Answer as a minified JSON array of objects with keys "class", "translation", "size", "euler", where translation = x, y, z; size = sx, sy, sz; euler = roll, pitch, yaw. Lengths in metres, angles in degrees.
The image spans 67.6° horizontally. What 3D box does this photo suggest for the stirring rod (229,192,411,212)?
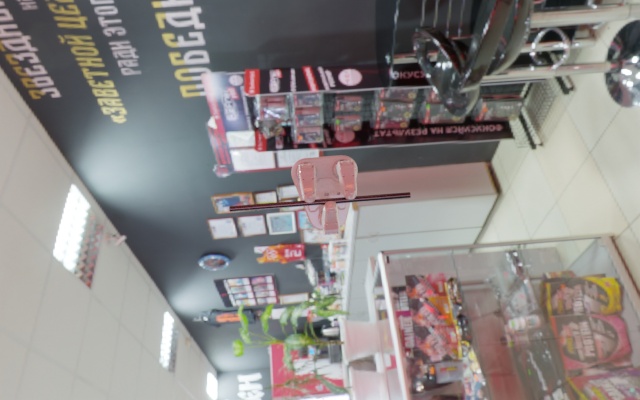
[{"class":"stirring rod","translation":[0.000,0.002,0.635],"size":[0.239,0.011,0.011],"euler":[-4,0,-2]}]
